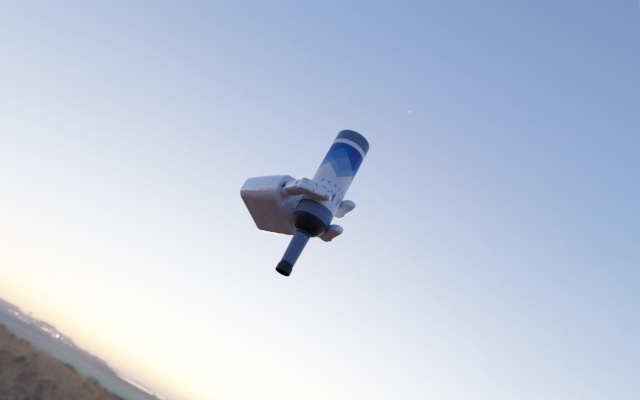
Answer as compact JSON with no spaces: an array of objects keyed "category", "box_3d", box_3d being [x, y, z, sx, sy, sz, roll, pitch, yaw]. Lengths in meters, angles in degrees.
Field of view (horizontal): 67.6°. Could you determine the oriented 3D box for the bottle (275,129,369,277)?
[{"category":"bottle","box_3d":[0.000,0.003,0.845,0.069,0.295,0.069,22,-27,12]}]
